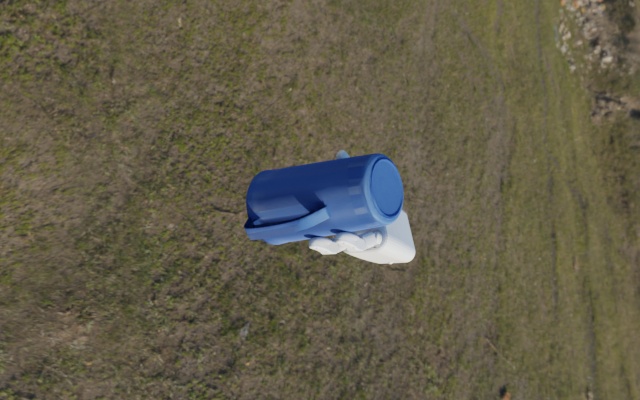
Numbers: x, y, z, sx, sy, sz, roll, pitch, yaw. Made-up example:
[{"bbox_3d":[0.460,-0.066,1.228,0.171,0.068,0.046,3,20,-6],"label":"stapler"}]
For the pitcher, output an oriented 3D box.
[{"bbox_3d":[0.000,0.003,0.766,0.243,0.149,0.145,-9,-26,39],"label":"pitcher"}]
